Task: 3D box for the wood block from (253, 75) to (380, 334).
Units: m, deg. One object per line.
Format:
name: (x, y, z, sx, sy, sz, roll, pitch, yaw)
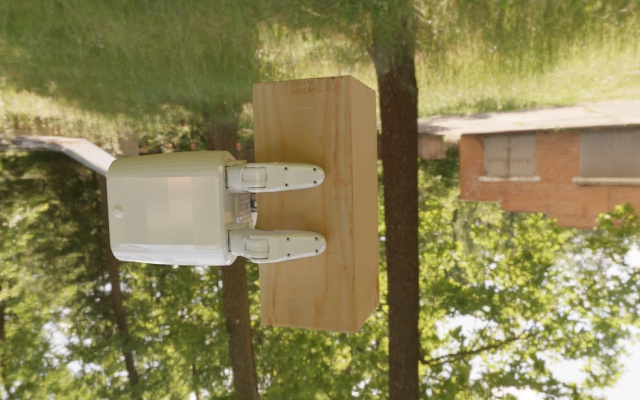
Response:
wood block: (0.000, 0.002, 0.432, 0.090, 0.206, 0.091, 0, 5, 19)
